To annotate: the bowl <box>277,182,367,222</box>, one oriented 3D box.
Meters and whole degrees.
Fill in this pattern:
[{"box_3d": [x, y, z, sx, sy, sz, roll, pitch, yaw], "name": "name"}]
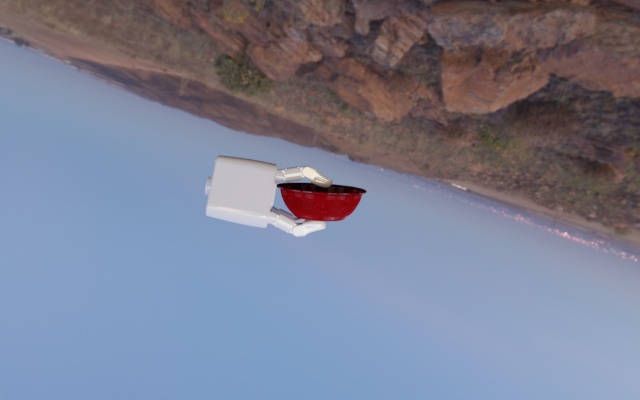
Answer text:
[{"box_3d": [0.001, 0.003, 0.851, 0.162, 0.055, 0.162, 3, 7, 0], "name": "bowl"}]
